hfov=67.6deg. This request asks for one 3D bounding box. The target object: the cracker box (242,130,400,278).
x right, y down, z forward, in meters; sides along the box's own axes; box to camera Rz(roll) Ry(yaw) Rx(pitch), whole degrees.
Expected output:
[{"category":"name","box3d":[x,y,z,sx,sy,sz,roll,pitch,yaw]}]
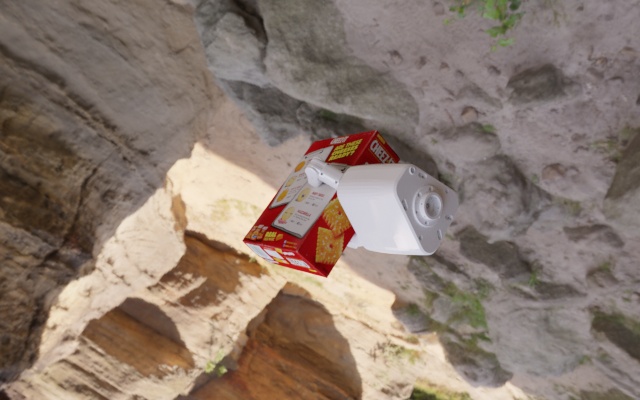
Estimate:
[{"category":"cracker box","box3d":[0.000,0.002,0.716,0.072,0.213,0.164,45,-24,-26]}]
